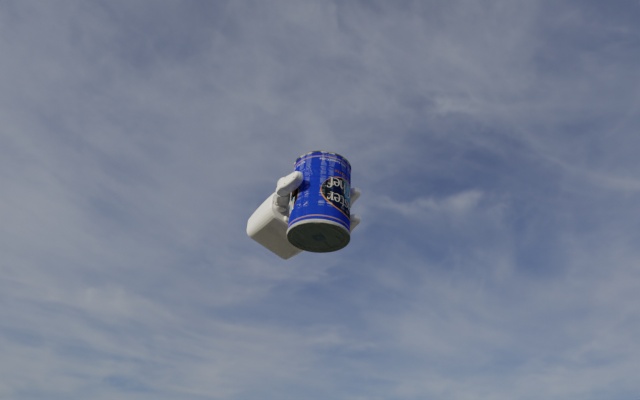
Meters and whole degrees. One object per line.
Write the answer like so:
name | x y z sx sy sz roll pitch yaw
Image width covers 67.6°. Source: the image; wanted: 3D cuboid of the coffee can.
coffee can | 0.000 0.003 0.802 0.103 0.140 0.103 2 -33 2
